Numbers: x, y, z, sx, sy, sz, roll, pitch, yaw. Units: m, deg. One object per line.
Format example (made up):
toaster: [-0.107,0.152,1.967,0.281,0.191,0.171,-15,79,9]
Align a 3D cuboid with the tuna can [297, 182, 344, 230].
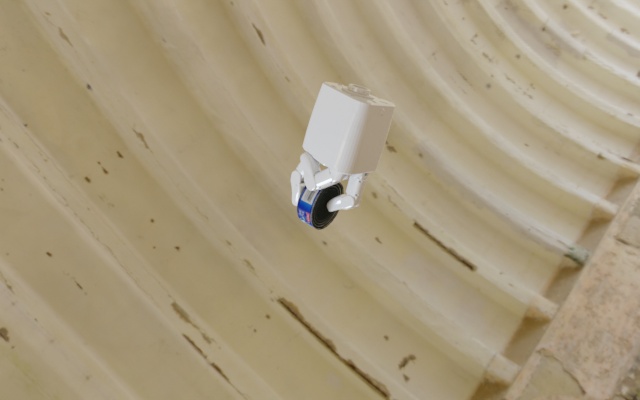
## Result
tuna can: [0.000,0.002,0.786,0.033,0.086,0.086,26,14,30]
